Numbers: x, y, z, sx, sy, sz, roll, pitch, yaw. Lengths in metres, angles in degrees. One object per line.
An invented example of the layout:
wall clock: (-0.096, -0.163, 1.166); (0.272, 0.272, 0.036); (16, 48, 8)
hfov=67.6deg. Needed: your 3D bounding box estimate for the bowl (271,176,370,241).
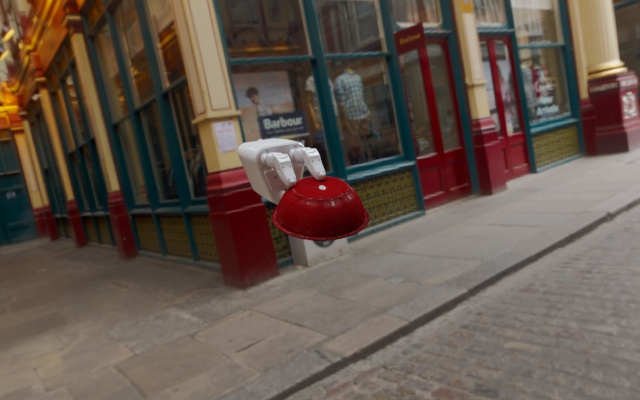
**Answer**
bowl: (0.001, 0.003, 0.777); (0.162, 0.055, 0.162); (1, 26, 0)
